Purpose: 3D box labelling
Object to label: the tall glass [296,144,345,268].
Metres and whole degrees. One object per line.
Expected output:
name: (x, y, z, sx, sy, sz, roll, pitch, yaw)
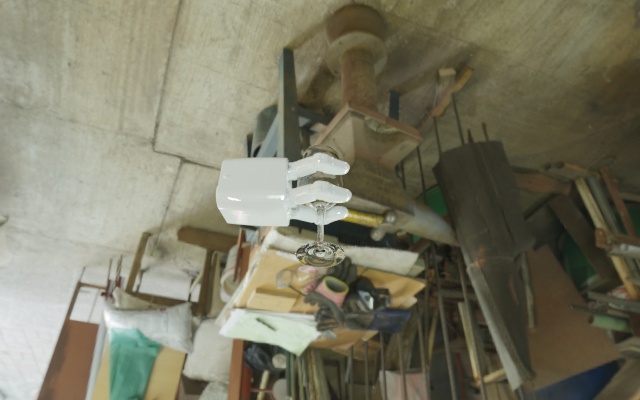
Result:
tall glass: (0.000, 0.003, 0.772, 0.079, 0.200, 0.079, 0, -37, 0)
